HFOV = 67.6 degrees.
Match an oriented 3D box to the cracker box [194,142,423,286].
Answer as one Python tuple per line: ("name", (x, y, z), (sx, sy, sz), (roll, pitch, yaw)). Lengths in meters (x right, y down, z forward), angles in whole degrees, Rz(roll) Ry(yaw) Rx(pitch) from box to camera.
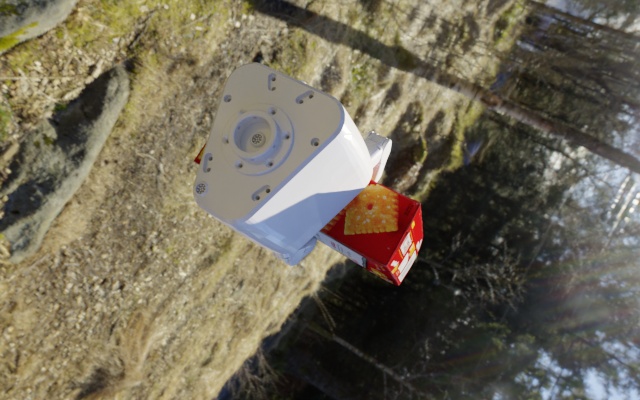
("cracker box", (0.000, 0.002, 0.504), (0.213, 0.072, 0.164), (29, -7, 19))
